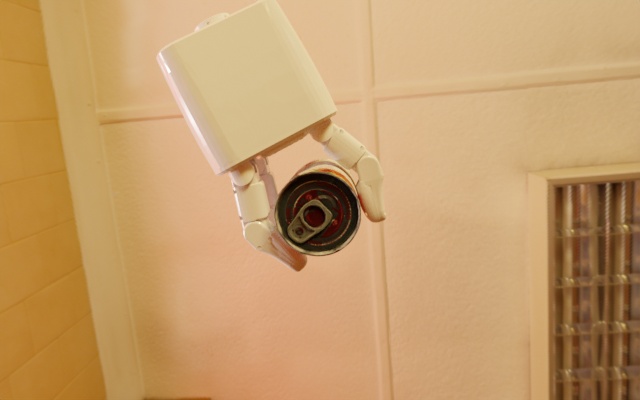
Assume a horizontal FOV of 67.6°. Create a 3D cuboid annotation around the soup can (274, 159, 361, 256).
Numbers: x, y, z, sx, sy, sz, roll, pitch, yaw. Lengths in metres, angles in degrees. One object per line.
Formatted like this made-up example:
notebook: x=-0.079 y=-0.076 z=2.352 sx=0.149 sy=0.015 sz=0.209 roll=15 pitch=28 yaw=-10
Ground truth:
soup can: x=0.000 y=0.002 z=0.418 sx=0.068 sy=0.068 sz=0.102 roll=0 pitch=11 yaw=3
